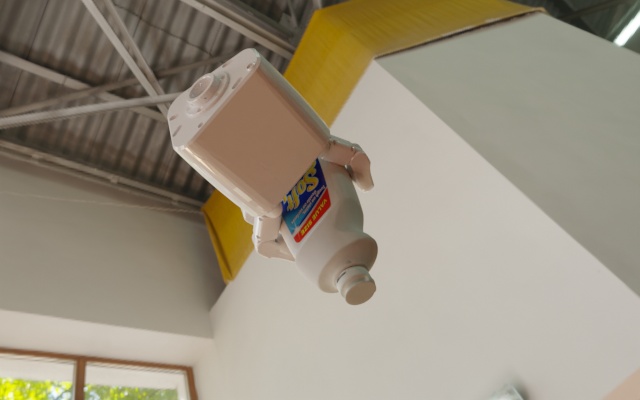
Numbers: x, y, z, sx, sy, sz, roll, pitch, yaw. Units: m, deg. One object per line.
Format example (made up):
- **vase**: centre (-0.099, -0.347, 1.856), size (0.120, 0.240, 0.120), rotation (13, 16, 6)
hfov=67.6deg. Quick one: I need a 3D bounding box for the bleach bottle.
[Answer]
- **bleach bottle**: centre (0.000, 0.002, 0.496), size (0.068, 0.102, 0.250), rotation (45, 10, -40)
